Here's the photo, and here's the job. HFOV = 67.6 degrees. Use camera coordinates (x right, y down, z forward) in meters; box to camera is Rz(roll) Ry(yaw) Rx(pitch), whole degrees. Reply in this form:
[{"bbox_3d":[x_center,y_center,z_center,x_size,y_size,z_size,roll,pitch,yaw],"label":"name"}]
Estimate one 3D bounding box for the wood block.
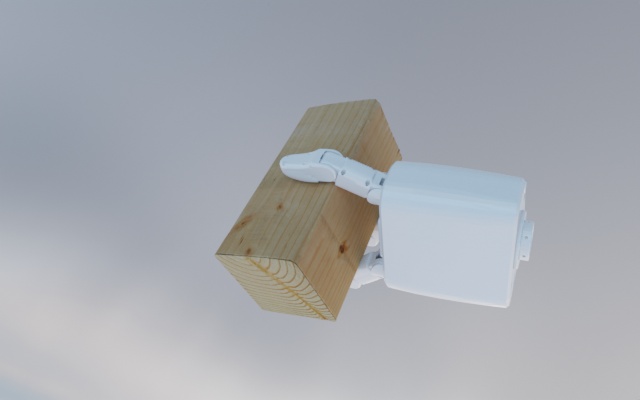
[{"bbox_3d":[0.000,0.001,0.474,0.090,0.206,0.091,0,-43,34],"label":"wood block"}]
